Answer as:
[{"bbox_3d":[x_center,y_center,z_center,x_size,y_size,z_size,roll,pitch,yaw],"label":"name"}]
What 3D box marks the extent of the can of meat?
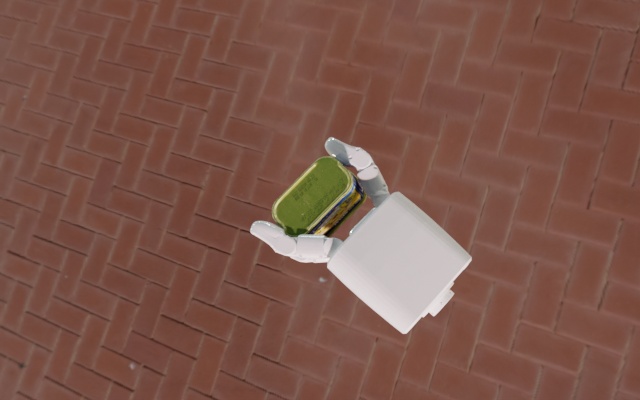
[{"bbox_3d":[0.000,0.002,0.551,0.057,0.102,0.084,45,4,16],"label":"can of meat"}]
